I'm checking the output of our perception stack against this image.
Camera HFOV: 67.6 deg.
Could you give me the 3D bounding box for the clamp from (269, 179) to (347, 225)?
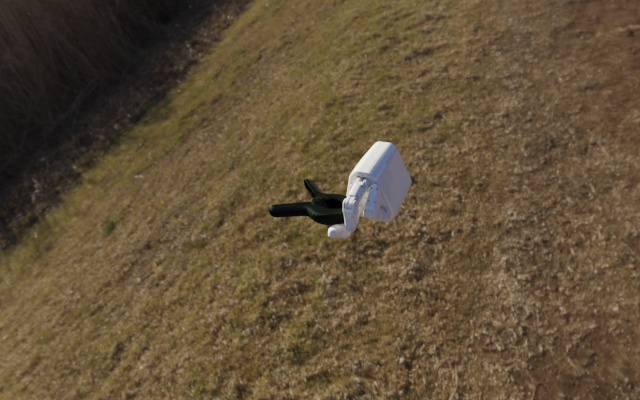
[{"bbox_3d":[0.000,0.003,0.899,0.171,0.039,0.120,11,45,28],"label":"clamp"}]
